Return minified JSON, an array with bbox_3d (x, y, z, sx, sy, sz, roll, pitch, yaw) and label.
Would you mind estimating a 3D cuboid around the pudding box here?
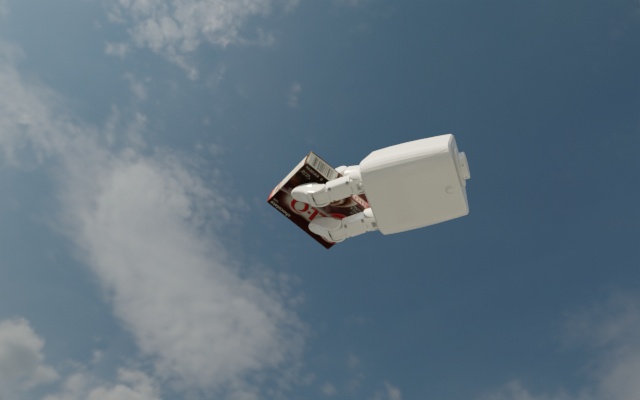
[{"bbox_3d":[0.000,0.002,0.637,0.090,0.113,0.039,-42,14,33],"label":"pudding box"}]
